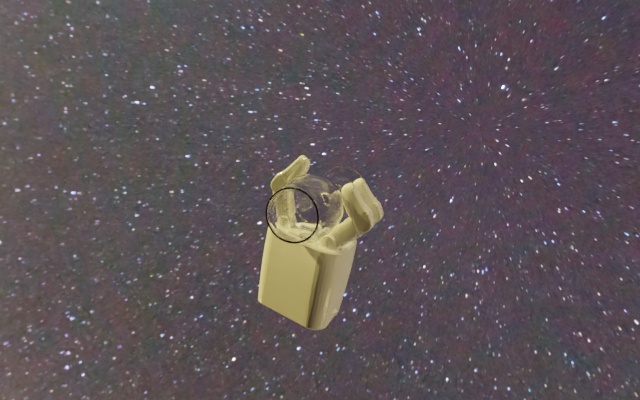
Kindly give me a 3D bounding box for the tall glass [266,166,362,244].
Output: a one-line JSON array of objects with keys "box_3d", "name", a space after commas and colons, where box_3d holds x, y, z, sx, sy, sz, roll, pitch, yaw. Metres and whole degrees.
[{"box_3d": [0.000, 0.002, 0.604, 0.079, 0.079, 0.201, 0, 8, 18], "name": "tall glass"}]
